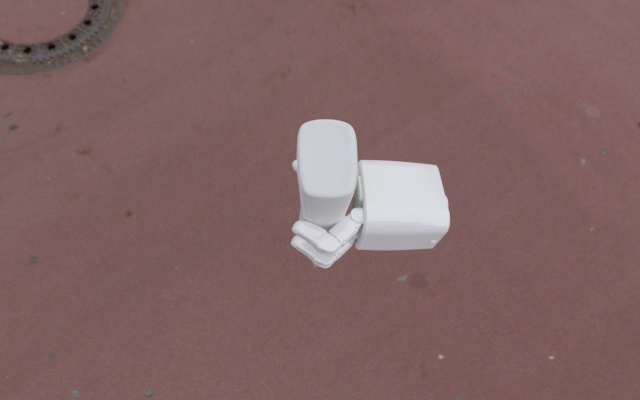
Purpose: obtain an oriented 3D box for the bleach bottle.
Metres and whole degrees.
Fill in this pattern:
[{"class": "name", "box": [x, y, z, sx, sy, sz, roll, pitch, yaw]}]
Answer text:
[{"class": "bleach bottle", "box": [0.000, 0.002, 0.638, 0.068, 0.102, 0.251, 1, -23, -4]}]
